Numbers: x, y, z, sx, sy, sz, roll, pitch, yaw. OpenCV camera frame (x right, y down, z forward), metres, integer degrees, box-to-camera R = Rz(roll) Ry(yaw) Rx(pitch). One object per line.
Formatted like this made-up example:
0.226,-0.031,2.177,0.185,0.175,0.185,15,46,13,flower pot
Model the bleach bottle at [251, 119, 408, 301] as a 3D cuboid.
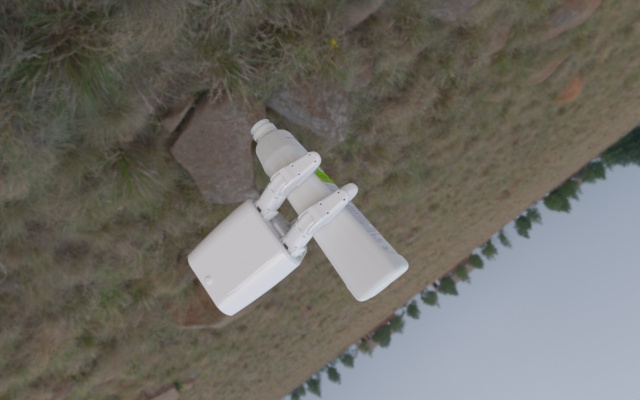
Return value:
0.000,0.002,0.582,0.068,0.250,0.102,-41,-16,9,bleach bottle
